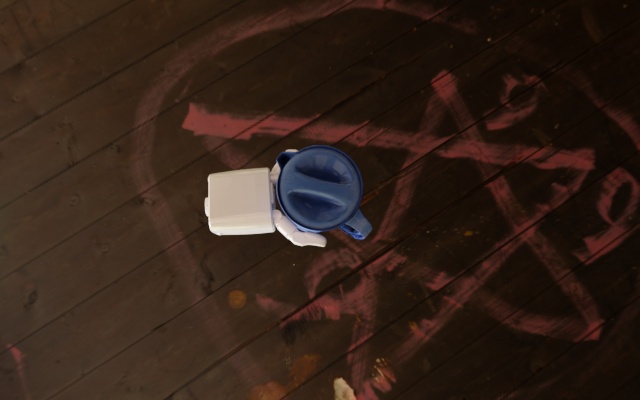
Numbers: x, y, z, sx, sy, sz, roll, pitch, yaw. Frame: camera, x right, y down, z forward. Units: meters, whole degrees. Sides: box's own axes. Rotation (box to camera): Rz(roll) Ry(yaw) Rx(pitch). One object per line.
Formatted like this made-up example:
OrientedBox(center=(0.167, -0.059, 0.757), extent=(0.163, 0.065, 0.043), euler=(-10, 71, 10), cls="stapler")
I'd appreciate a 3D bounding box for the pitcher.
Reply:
OrientedBox(center=(0.000, 0.003, 0.839), extent=(0.145, 0.149, 0.243), euler=(-6, -7, -4), cls="pitcher")
